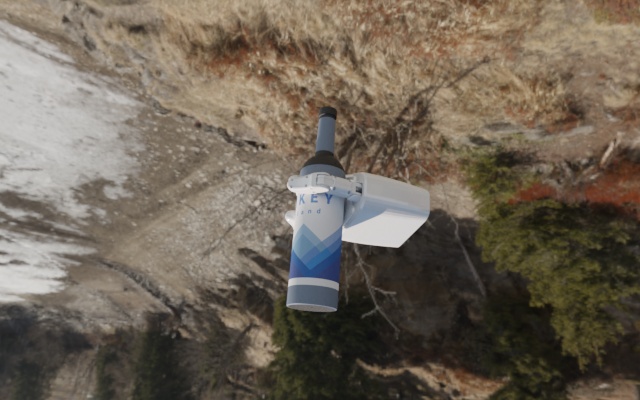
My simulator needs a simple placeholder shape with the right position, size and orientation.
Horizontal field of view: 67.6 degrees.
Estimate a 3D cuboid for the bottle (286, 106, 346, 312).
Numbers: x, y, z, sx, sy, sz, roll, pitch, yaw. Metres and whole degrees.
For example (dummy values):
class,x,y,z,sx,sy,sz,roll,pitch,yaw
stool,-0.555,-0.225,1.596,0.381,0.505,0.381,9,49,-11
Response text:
class,x,y,z,sx,sy,sz,roll,pitch,yaw
bottle,0.000,0.002,0.670,0.069,0.295,0.069,4,-20,2
